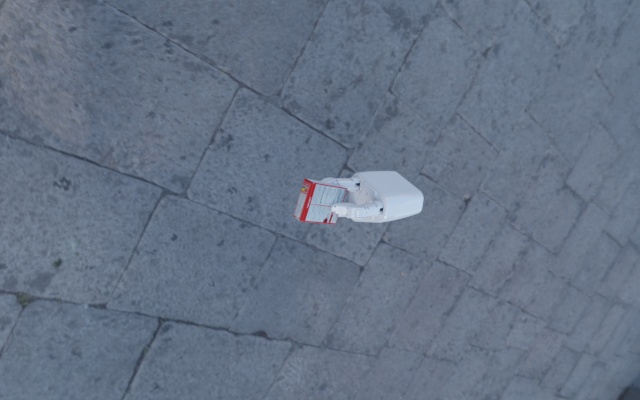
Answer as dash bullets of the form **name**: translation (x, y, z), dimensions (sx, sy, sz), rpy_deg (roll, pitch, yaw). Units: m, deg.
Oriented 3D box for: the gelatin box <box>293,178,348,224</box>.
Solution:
- **gelatin box**: translation (0.000, 0.003, 0.866), dimensions (0.089, 0.073, 0.030), rpy_deg (7, 15, -43)
